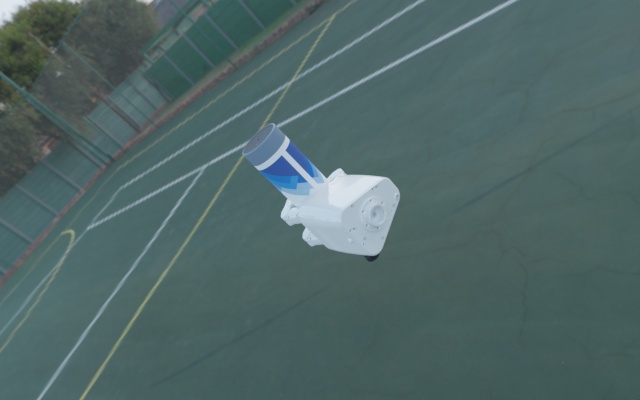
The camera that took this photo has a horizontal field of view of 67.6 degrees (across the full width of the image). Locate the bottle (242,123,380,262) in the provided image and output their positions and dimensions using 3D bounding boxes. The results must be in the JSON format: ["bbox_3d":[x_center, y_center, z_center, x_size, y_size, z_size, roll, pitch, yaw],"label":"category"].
[{"bbox_3d":[0.000,0.002,0.778,0.296,0.069,0.069,45,-23,-25],"label":"bottle"}]
